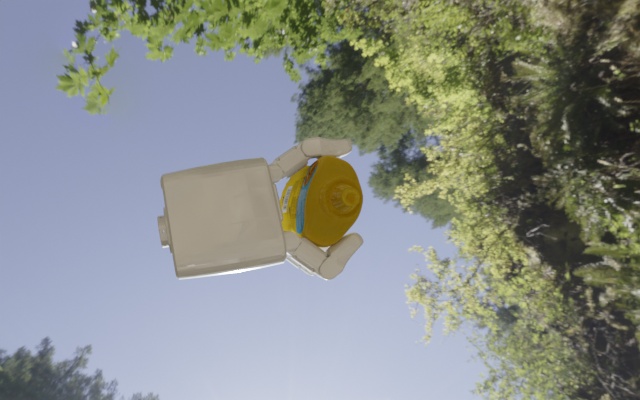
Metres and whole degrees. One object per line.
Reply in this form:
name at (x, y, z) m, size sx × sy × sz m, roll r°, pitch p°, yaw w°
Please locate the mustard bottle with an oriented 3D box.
mustard bottle at (0.000, 0.002, 0.519) m, size 0.058 × 0.096 × 0.191 m, roll 16°, pitch -7°, yaw -14°
